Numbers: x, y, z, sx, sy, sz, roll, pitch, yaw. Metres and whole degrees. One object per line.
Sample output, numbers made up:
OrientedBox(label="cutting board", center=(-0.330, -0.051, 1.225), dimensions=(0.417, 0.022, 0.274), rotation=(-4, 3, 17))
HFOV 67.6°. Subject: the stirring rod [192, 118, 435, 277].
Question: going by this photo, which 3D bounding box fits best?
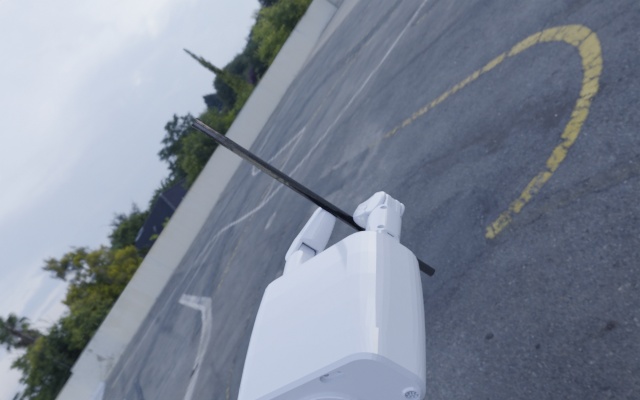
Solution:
OrientedBox(label="stirring rod", center=(0.000, 0.001, 0.400), dimensions=(0.239, 0.011, 0.011), rotation=(32, -8, -12))
